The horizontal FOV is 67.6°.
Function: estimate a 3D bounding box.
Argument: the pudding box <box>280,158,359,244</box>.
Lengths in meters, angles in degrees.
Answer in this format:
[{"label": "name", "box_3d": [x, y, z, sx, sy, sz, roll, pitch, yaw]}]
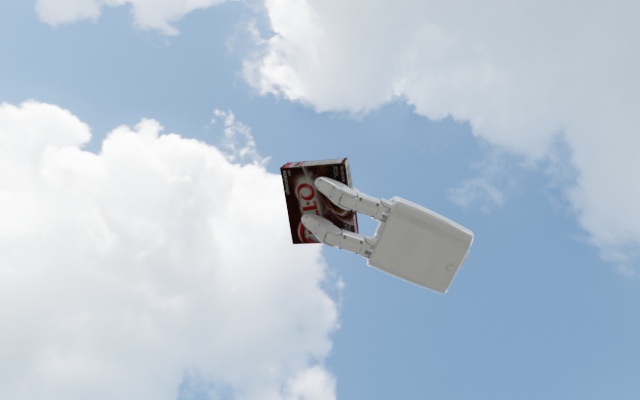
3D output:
[{"label": "pudding box", "box_3d": [0.000, 0.002, 0.644, 0.090, 0.113, 0.039, -4, 15, 15]}]
